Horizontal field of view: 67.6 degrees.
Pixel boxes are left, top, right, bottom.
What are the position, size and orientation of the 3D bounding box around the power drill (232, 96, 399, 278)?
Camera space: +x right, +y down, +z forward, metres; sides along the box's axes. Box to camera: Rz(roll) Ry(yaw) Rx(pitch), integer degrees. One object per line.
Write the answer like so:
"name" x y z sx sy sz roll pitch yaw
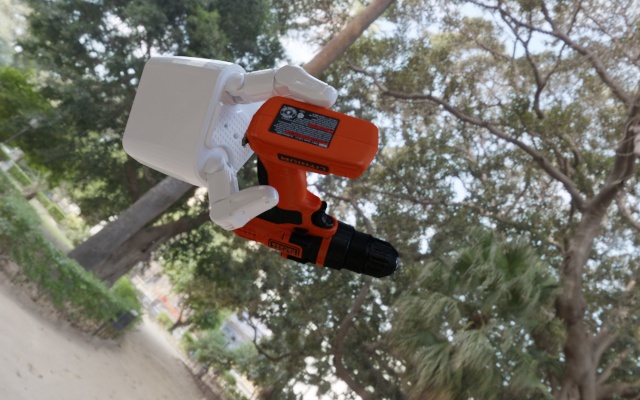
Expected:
"power drill" 0.000 0.001 0.450 0.184 0.057 0.188 16 -37 4
